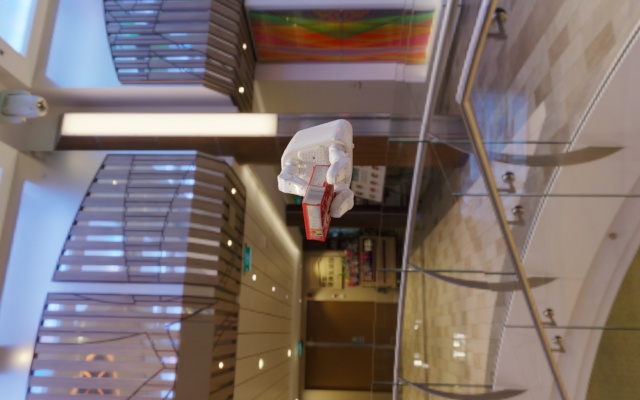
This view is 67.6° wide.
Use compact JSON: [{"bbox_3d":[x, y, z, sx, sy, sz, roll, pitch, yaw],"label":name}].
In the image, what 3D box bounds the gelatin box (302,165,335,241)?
[{"bbox_3d":[0.000,0.002,0.696,0.030,0.073,0.089,5,42,11],"label":"gelatin box"}]
